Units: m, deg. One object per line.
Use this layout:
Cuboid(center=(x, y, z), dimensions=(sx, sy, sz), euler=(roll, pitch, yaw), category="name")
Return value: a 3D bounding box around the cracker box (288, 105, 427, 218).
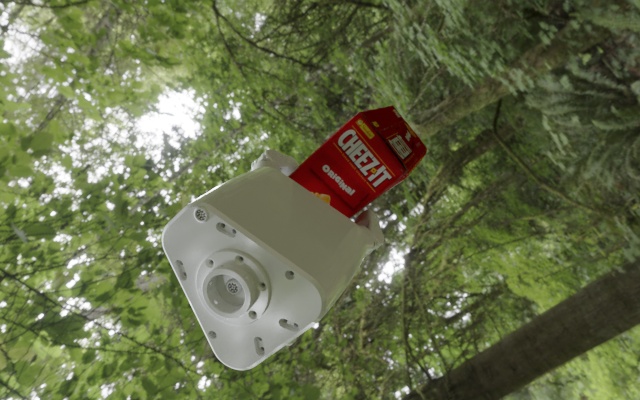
Cuboid(center=(0.000, 0.002, 0.484), dimensions=(0.214, 0.072, 0.164), euler=(-40, -1, 22), category="cracker box")
